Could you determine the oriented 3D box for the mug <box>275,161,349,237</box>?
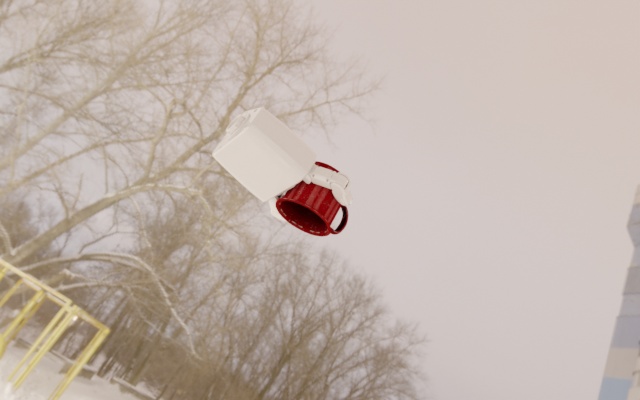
[{"bbox_3d":[0.001,0.003,0.725,0.117,0.081,0.093,42,-28,-23],"label":"mug"}]
